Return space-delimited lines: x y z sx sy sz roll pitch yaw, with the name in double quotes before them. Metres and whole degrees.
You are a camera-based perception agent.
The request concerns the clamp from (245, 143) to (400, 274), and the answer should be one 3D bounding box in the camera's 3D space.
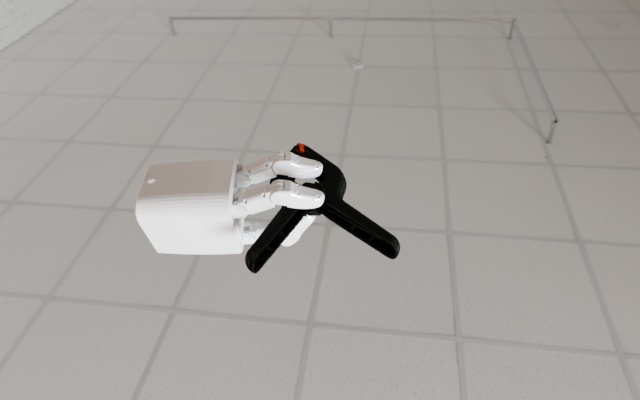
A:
"clamp" 0.000 0.002 0.568 0.164 0.036 0.209 1 41 -4
